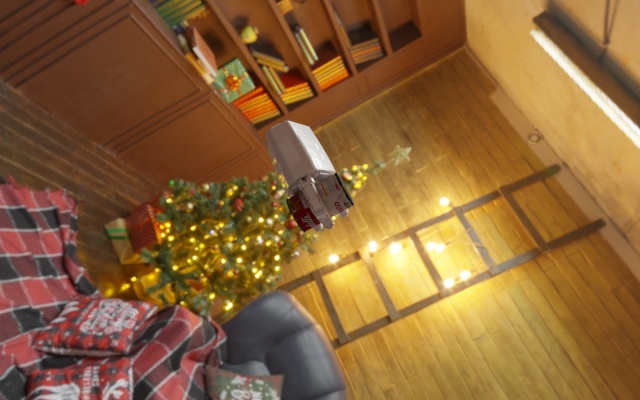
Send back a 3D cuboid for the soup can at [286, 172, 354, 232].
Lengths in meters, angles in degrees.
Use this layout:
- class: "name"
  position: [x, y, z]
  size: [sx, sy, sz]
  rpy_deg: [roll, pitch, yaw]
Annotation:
- class: "soup can"
  position: [0.001, 0.003, 0.843]
  size: [0.102, 0.068, 0.068]
  rpy_deg: [-29, -4, 6]
